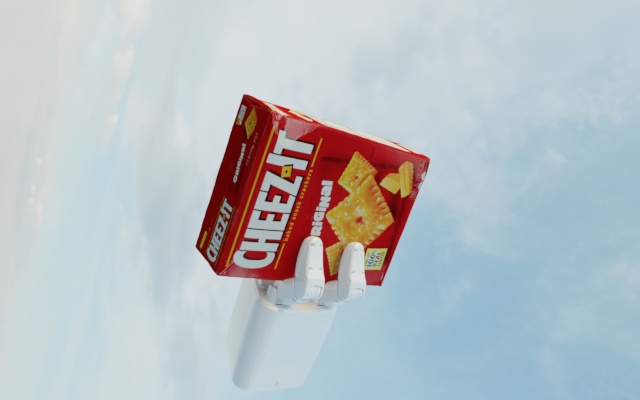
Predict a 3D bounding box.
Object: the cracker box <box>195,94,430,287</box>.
[{"bbox_3d":[0.000,0.002,0.502,0.214,0.164,0.072,11,16,-37],"label":"cracker box"}]
